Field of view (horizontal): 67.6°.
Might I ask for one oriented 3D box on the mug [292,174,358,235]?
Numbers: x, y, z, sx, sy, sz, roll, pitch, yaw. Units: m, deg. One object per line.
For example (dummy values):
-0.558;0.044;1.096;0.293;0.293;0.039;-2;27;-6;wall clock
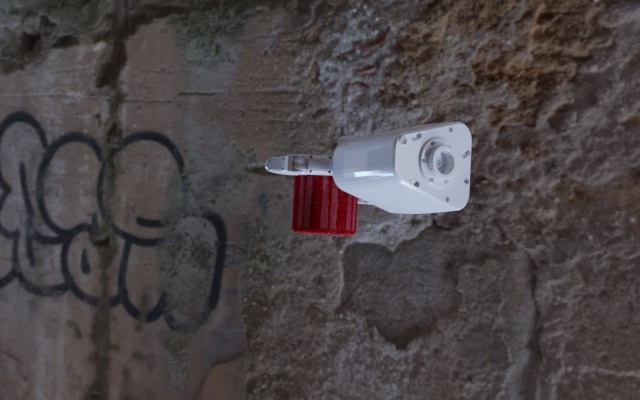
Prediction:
-0.001;0.002;0.615;0.093;0.081;0.117;5;-3;-30;mug
